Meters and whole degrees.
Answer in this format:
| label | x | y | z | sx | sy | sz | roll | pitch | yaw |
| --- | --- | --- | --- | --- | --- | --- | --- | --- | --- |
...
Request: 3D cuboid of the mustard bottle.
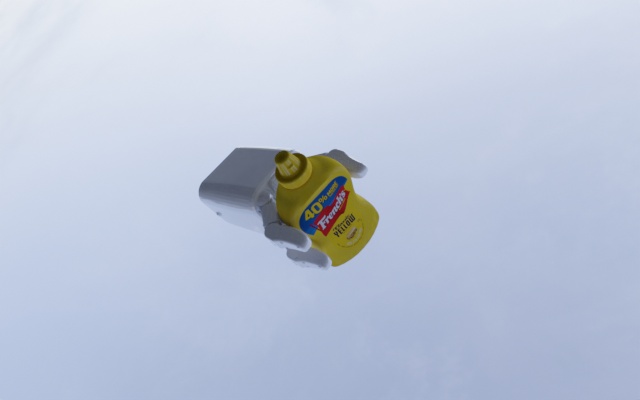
| label | x | y | z | sx | sy | sz | roll | pitch | yaw |
| --- | --- | --- | --- | --- | --- | --- | --- | --- | --- |
| mustard bottle | 0.000 | 0.002 | 0.571 | 0.058 | 0.096 | 0.192 | 39 | -6 | 42 |
